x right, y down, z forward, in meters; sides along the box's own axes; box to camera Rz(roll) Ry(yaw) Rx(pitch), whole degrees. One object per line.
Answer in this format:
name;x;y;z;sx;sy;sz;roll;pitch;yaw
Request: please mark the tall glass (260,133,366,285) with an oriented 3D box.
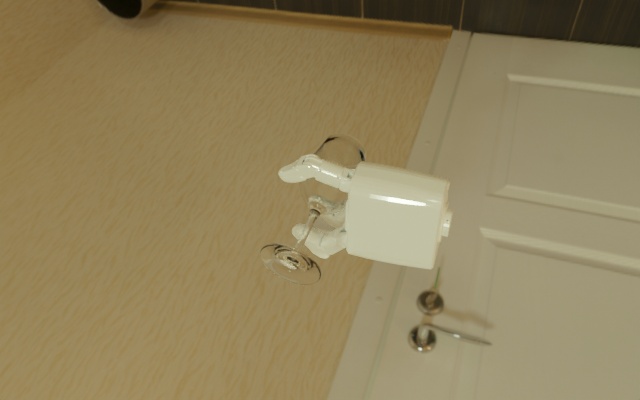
tall glass;0.000;0.002;0.597;0.079;0.201;0.079;15;-39;13
